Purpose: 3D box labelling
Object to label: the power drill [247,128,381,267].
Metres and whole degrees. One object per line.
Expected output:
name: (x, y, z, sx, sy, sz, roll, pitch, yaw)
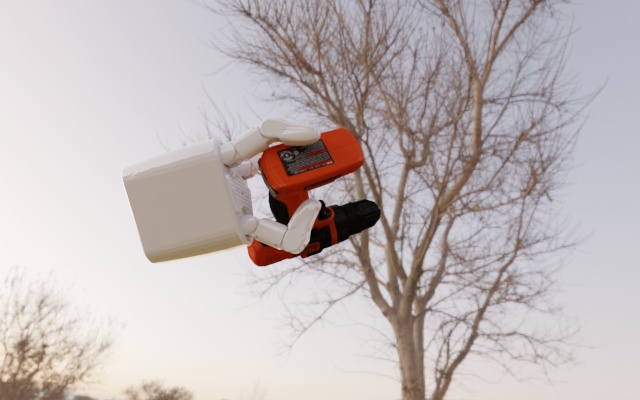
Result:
power drill: (0.000, 0.002, 0.562, 0.184, 0.057, 0.188, -19, -32, -17)
